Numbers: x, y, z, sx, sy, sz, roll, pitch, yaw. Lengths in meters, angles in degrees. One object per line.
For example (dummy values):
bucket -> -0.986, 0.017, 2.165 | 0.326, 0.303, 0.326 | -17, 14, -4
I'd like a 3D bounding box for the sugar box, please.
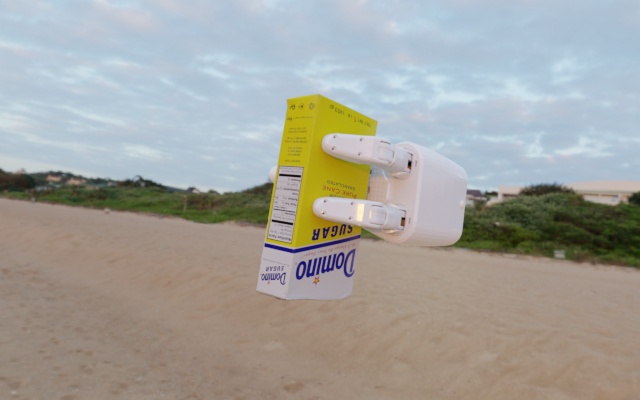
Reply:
sugar box -> 0.001, 0.001, 0.439 | 0.048, 0.176, 0.093 | 3, -5, 42
